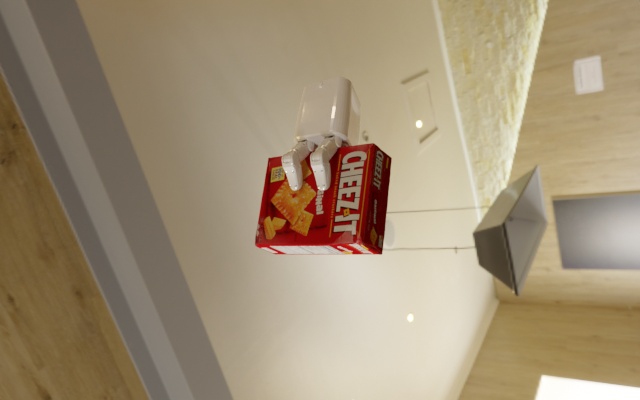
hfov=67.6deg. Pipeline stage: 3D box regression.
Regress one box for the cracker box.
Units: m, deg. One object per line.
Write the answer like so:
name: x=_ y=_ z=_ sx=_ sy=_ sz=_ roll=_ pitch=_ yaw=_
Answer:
cracker box: x=0.000 y=0.003 z=0.783 sx=0.214 sy=0.164 sz=0.072 roll=-4 pitch=-21 yaw=35
